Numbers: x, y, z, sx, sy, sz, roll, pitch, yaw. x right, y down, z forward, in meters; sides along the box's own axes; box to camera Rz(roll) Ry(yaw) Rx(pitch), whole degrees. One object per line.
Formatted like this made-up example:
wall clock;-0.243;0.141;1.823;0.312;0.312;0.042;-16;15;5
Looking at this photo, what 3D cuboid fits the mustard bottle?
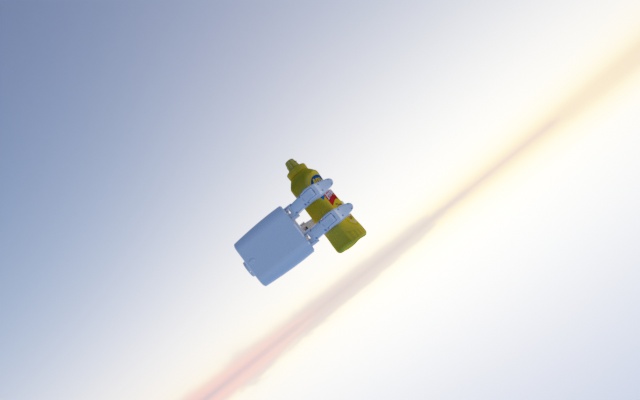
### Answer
mustard bottle;0.001;0.003;0.851;0.058;0.191;0.096;-43;-11;21
